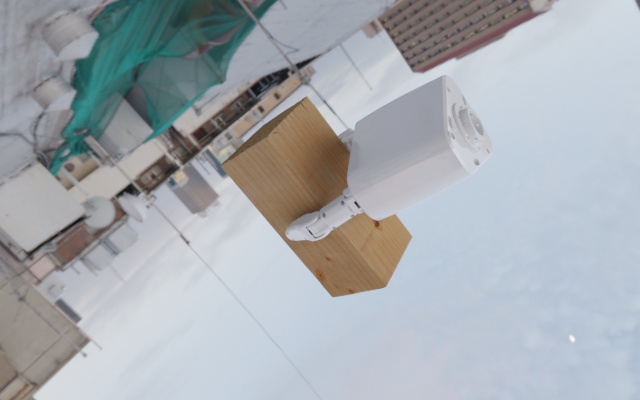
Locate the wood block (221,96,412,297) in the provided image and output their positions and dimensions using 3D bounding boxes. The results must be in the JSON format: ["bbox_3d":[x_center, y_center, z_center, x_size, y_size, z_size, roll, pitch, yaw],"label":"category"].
[{"bbox_3d":[0.000,0.002,0.542,0.090,0.206,0.090,-22,23,45],"label":"wood block"}]
